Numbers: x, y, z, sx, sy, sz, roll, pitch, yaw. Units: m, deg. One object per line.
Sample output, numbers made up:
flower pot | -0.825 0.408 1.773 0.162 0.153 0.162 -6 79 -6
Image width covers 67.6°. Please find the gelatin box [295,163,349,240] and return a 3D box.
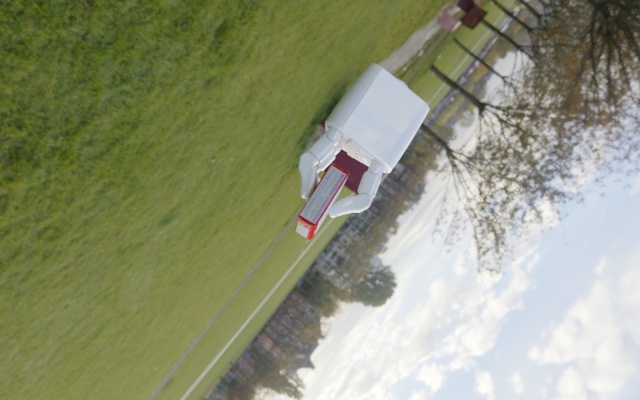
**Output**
gelatin box | 0.000 0.003 0.639 0.030 0.089 0.073 30 -19 4
